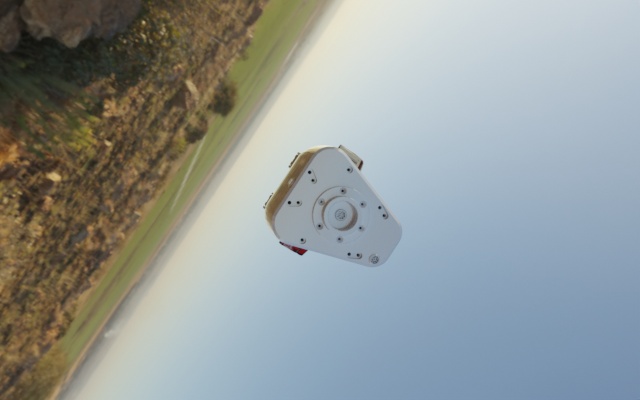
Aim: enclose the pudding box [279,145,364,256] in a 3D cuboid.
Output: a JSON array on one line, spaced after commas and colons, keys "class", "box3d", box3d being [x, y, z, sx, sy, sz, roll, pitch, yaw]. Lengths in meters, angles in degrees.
[{"class": "pudding box", "box3d": [0.000, 0.002, 0.567, 0.039, 0.113, 0.090, 34, -30, -6]}]
